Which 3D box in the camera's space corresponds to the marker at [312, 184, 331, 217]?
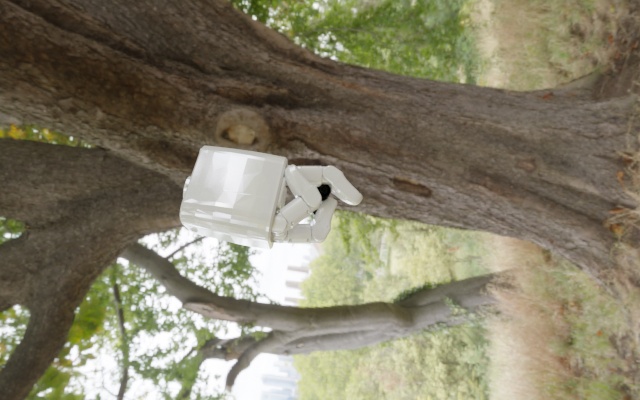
[{"bbox_3d":[0.000,0.002,0.648,0.020,0.020,0.121,0,-16,-4],"label":"marker"}]
